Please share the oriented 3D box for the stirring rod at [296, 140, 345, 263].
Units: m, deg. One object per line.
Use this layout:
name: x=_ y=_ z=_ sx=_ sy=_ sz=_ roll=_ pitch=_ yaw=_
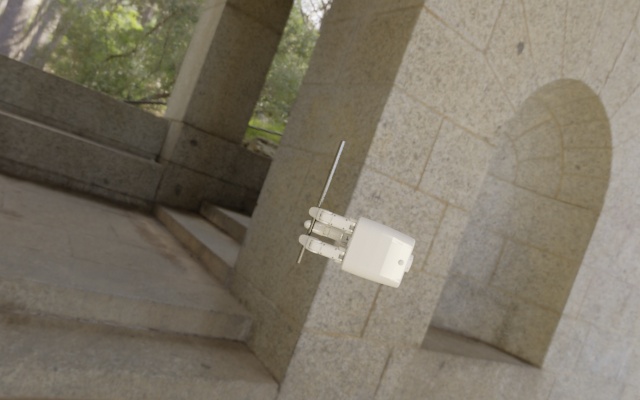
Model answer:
stirring rod: x=0.000 y=0.003 z=0.886 sx=0.011 sy=0.239 sz=0.011 roll=20 pitch=1 yaw=0
